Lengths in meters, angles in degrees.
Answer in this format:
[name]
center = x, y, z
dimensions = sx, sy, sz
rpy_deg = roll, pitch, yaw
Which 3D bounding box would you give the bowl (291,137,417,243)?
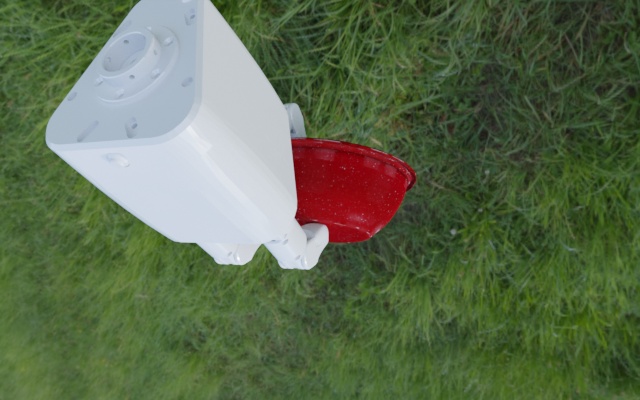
[bowl]
center = 0.001, 0.002, 0.416
dimensions = 0.162, 0.055, 0.162
rpy_deg = 5, -15, 1
